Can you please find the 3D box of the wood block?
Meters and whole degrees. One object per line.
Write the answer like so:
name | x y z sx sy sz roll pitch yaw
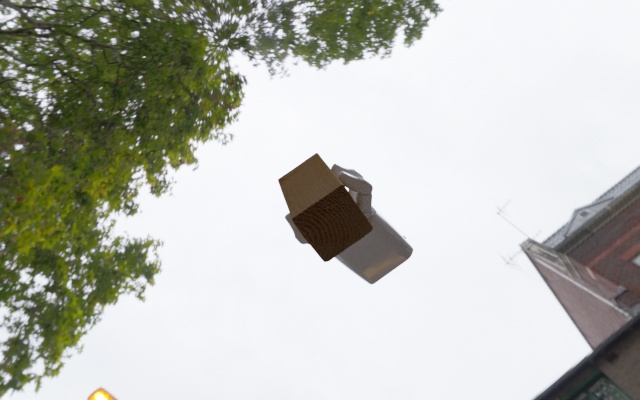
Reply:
wood block | 0.000 0.003 0.778 0.091 0.090 0.206 -35 21 2
